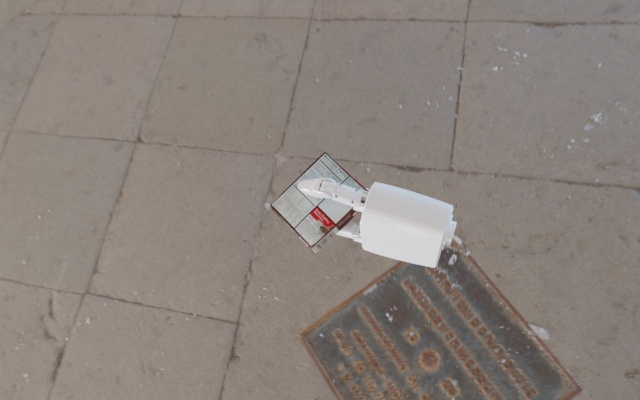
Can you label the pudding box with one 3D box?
[{"bbox_3d":[0.000,0.002,0.664,0.090,0.113,0.039,45,-5,18],"label":"pudding box"}]
